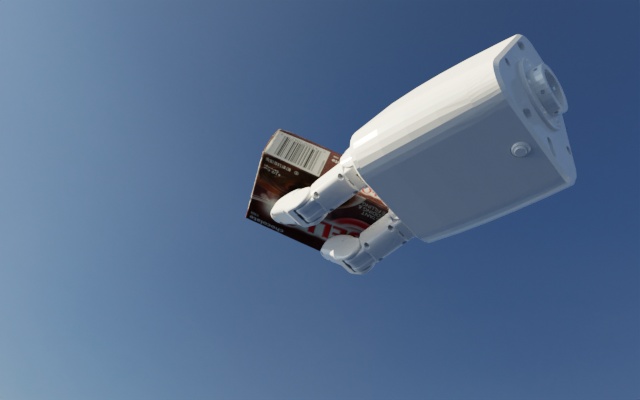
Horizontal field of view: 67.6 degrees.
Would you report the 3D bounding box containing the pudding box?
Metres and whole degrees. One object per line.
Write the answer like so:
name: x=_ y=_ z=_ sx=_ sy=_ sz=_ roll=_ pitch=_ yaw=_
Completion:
pudding box: x=0.000 y=0.001 z=0.401 sx=0.113 sy=0.039 sz=0.090 roll=26 pitch=-41 yaw=1
